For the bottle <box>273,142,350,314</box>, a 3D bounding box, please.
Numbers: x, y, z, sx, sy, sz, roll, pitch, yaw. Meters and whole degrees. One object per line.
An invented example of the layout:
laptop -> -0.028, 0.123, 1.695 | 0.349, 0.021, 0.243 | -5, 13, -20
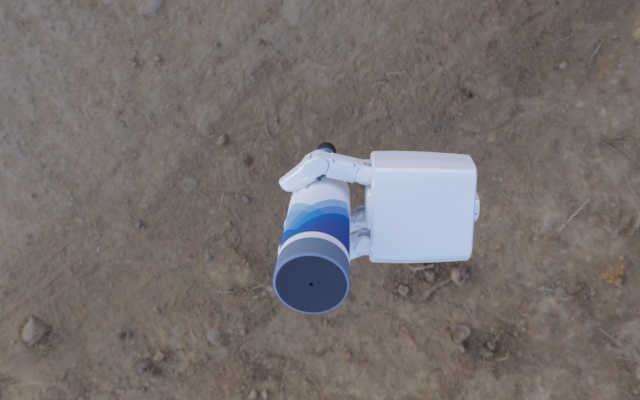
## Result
bottle -> 0.000, 0.002, 0.538 | 0.069, 0.069, 0.295 | 0, 29, 4
